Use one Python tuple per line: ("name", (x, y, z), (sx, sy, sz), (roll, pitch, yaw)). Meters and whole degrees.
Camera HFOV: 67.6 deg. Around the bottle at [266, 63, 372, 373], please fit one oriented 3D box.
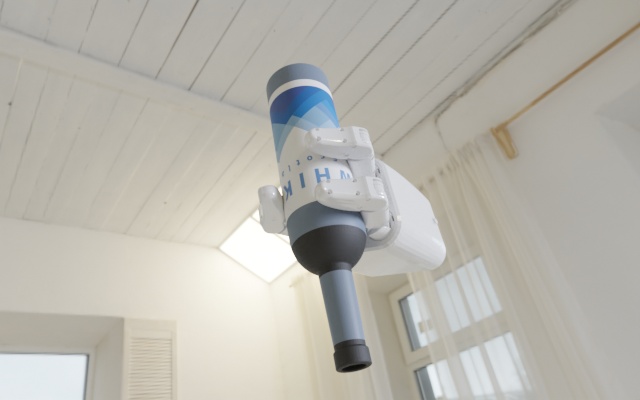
("bottle", (0.000, 0.001, 0.429), (0.069, 0.295, 0.069), (-8, -32, -5))
